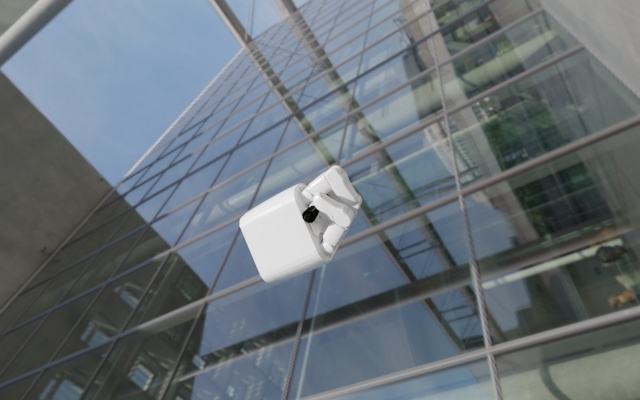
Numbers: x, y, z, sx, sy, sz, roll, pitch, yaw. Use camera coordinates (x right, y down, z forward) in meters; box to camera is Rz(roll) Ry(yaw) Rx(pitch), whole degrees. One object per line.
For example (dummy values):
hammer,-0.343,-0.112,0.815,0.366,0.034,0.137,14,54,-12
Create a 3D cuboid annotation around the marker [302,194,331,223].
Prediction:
marker,0.000,0.002,0.667,0.020,0.020,0.121,0,21,18
